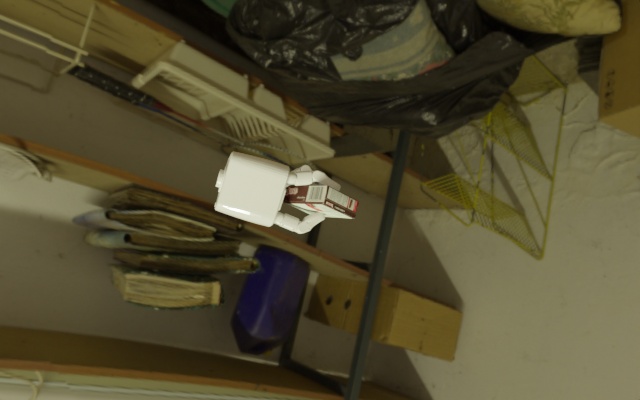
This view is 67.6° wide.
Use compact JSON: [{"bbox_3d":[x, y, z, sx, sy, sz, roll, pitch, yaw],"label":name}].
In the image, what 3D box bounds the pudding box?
[{"bbox_3d":[0.000,0.003,0.891,0.113,0.039,0.090,3,-16,47],"label":"pudding box"}]
